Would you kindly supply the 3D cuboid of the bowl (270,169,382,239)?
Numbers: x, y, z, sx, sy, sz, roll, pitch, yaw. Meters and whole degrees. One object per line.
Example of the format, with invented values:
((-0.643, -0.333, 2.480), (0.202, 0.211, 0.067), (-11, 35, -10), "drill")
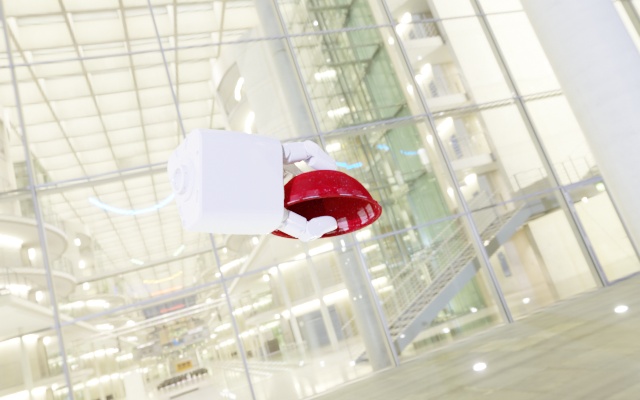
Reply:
((0.001, 0.002, 0.651), (0.162, 0.055, 0.162), (-6, -23, -2), "bowl")
